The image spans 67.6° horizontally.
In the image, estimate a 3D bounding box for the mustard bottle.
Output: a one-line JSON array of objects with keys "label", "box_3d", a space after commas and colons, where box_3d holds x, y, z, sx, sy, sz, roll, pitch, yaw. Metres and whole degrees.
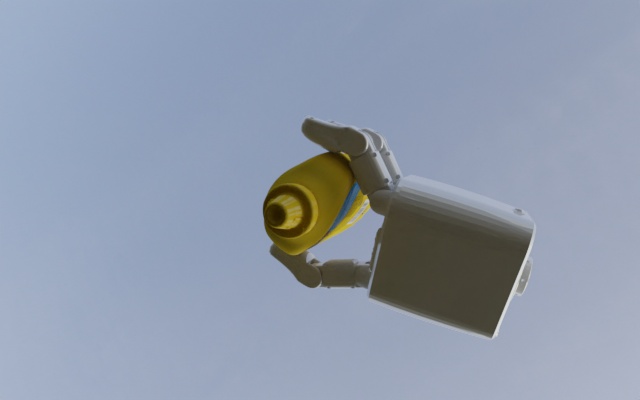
[{"label": "mustard bottle", "box_3d": [0.000, 0.001, 0.419, 0.058, 0.096, 0.191, 42, 17, 10]}]
